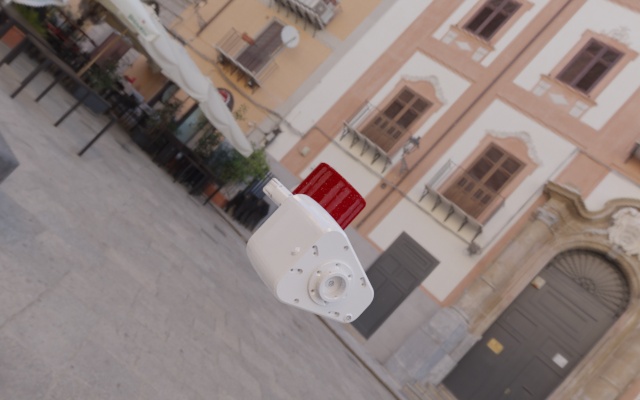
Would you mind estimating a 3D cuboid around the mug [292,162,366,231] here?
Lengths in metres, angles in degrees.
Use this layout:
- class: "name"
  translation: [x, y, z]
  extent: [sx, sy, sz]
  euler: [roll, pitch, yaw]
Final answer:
- class: "mug"
  translation: [0.000, 0.002, 0.628]
  extent: [0.093, 0.081, 0.117]
  euler: [44, -1, -28]
